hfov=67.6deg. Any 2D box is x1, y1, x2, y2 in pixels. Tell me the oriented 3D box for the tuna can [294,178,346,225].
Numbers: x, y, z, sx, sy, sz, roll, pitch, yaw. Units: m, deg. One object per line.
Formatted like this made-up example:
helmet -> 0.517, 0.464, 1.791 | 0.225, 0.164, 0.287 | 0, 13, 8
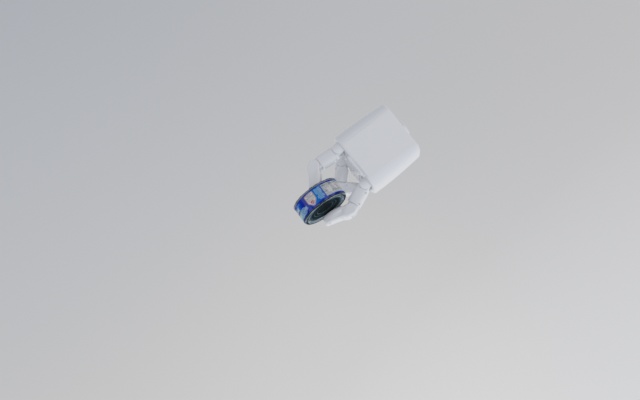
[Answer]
tuna can -> 0.000, 0.003, 0.792 | 0.086, 0.033, 0.086 | -33, -18, -12
